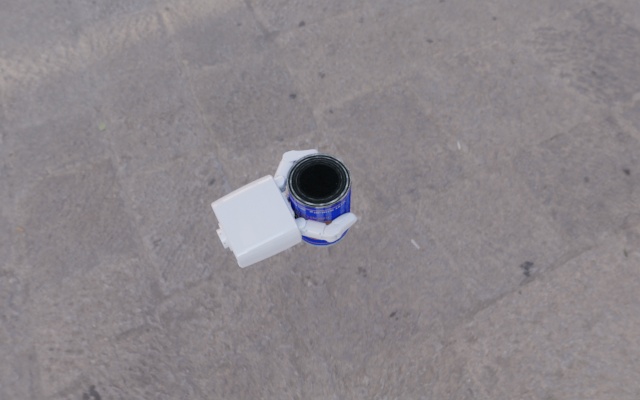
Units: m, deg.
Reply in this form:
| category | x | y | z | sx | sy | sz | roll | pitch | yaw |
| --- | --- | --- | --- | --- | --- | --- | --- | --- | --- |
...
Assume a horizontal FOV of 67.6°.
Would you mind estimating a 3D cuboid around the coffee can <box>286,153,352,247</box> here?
| category | x | y | z | sx | sy | sz | roll | pitch | yaw |
| --- | --- | --- | --- | --- | --- | --- | --- | --- | --- |
| coffee can | 0.000 | 0.003 | 0.800 | 0.103 | 0.102 | 0.140 | 0 | -31 | 2 |
